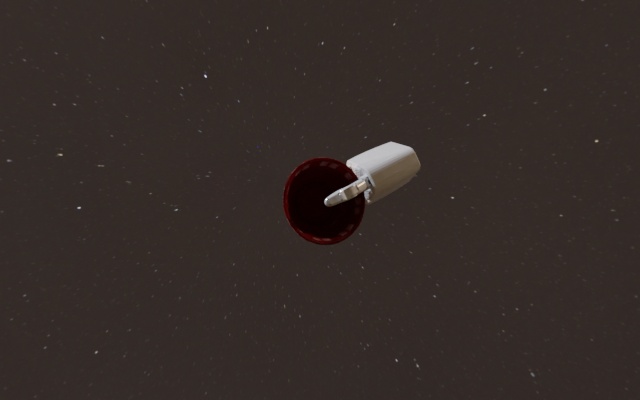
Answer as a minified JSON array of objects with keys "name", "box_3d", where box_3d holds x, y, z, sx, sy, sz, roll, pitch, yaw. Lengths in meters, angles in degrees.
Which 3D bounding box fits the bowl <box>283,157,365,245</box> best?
[{"name":"bowl","box_3d":[-0.001,0.003,0.897,0.162,0.162,0.055,0,-5,-21]}]
